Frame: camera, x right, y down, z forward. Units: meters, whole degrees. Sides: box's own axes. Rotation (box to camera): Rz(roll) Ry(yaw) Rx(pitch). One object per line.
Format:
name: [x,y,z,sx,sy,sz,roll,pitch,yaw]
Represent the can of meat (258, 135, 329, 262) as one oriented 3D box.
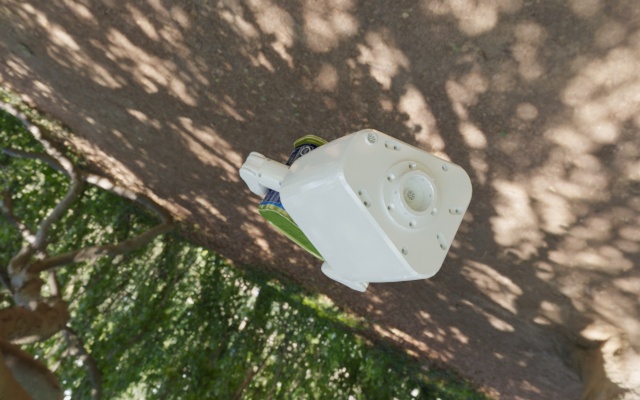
can of meat: [0.000,0.002,0.468,0.102,0.084,0.057,38,-21,-21]
